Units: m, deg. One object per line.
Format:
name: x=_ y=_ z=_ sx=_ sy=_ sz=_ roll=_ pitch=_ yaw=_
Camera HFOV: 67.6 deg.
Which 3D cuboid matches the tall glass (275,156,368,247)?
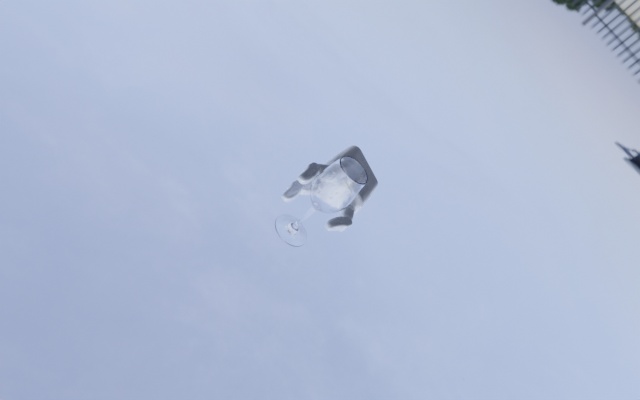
tall glass: x=0.000 y=0.003 z=0.877 sx=0.079 sy=0.079 sz=0.201 roll=0 pitch=-34 yaw=-44
